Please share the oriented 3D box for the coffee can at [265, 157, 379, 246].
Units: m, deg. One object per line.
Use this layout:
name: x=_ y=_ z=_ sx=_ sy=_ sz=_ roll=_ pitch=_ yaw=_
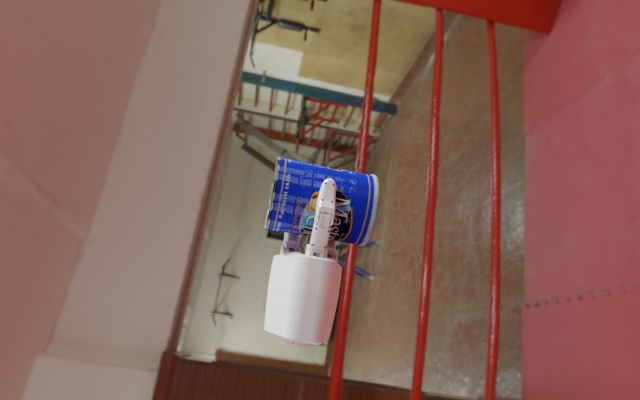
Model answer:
coffee can: x=0.000 y=0.002 z=0.667 sx=0.140 sy=0.103 sz=0.103 roll=10 pitch=-1 yaw=-7
